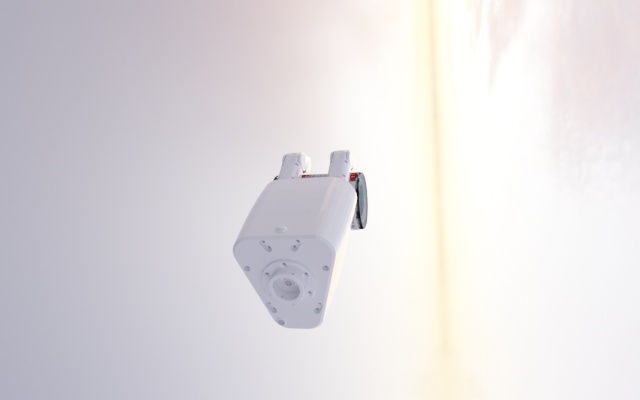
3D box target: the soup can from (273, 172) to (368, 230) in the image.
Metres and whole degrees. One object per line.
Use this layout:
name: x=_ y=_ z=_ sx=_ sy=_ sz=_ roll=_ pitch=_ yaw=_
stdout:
soup can: x=0.000 y=0.002 z=0.554 sx=0.102 sy=0.068 sz=0.068 roll=-2 pitch=-1 yaw=14
